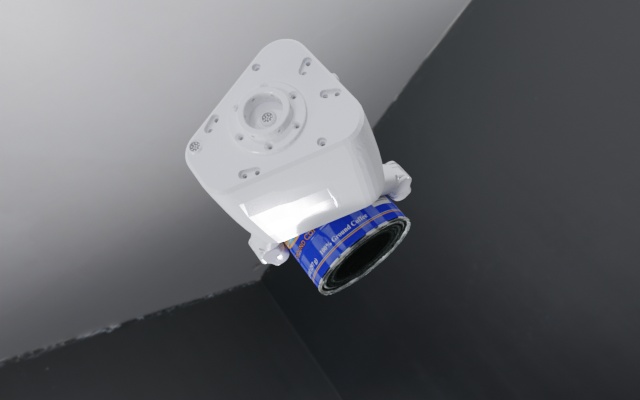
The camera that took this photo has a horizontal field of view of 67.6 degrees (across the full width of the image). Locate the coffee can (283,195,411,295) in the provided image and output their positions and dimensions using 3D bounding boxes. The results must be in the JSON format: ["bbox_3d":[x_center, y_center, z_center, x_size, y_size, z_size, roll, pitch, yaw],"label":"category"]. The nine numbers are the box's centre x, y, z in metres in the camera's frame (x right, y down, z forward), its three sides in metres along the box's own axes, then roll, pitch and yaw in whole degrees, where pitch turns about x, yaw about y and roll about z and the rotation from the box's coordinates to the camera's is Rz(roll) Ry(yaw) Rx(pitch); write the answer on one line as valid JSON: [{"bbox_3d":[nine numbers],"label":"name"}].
[{"bbox_3d":[0.000,0.001,0.450,0.103,0.140,0.103,-33,-23,-16],"label":"coffee can"}]
